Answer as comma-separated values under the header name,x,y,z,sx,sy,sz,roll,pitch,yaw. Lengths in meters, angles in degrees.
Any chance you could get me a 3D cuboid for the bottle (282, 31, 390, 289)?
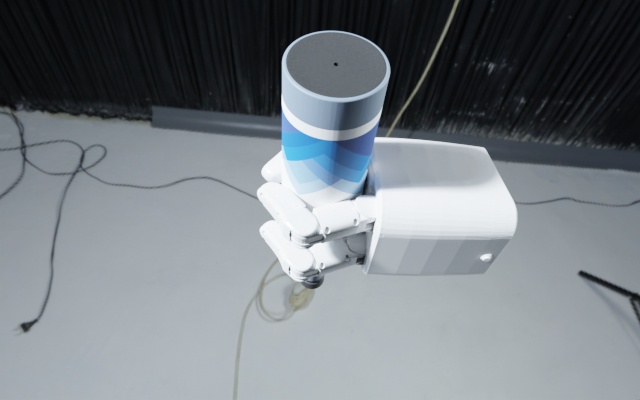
name,x,y,z,sx,sy,sz,roll,pitch,yaw
bottle,0.000,0.001,0.411,0.069,0.069,0.296,0,-35,-5
